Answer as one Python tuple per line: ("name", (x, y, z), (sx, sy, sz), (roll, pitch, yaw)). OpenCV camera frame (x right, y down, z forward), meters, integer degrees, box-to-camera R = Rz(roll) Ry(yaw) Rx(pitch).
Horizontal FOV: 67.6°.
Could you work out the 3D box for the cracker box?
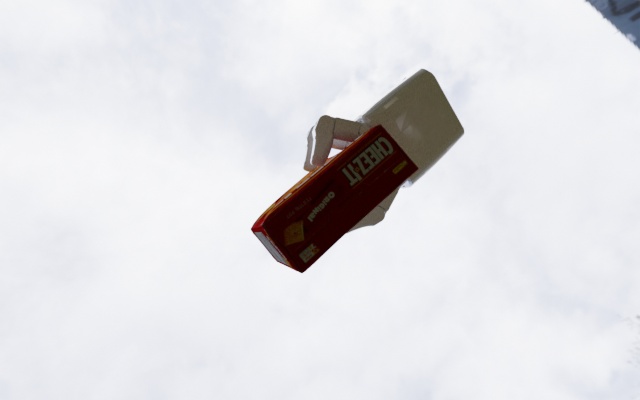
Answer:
("cracker box", (0.000, 0.002, 0.573), (0.164, 0.072, 0.214), (-41, 4, -11))
